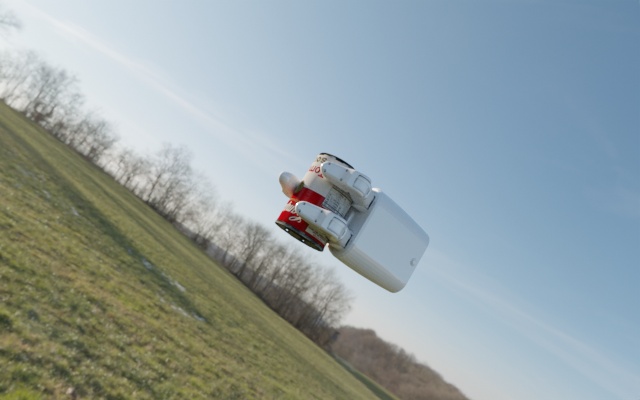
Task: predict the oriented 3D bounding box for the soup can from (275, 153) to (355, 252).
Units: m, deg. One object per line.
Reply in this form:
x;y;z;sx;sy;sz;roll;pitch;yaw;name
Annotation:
0.000;0.001;0.579;0.068;0.102;0.068;31;-11;7;soup can
